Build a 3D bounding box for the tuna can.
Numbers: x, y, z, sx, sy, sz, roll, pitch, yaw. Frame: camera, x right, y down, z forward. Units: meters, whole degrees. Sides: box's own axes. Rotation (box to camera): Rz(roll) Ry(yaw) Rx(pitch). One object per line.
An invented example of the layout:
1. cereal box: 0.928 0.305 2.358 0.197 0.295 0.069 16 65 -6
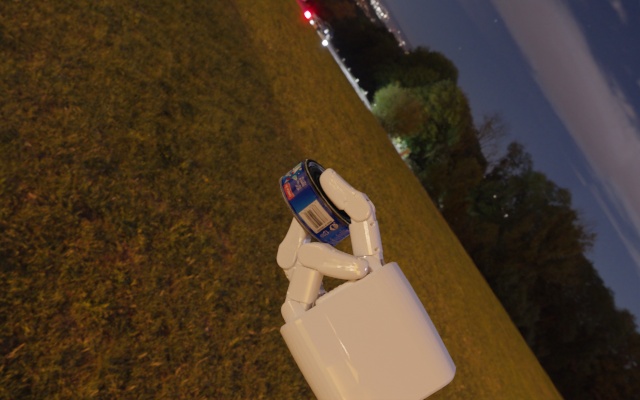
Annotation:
1. tuna can: 0.000 0.001 0.466 0.034 0.086 0.086 -37 -12 16
